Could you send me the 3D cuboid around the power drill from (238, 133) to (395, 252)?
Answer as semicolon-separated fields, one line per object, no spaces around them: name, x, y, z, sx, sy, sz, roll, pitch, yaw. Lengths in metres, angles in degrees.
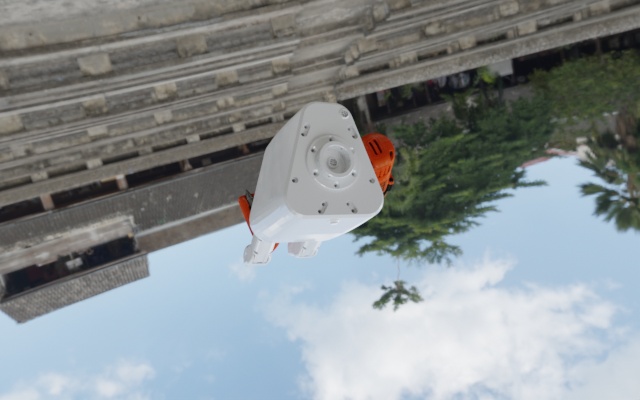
power drill;0.000;0.002;0.591;0.187;0.057;0.184;-26;-21;-9
